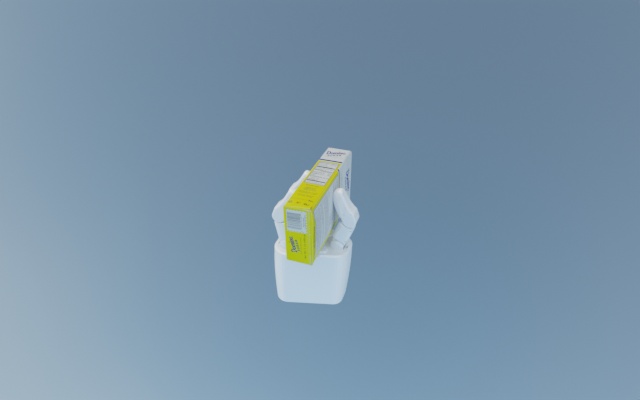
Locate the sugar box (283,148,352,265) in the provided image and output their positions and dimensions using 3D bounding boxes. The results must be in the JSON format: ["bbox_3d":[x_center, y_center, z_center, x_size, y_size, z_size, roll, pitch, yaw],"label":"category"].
[{"bbox_3d":[0.000,0.002,0.696,0.048,0.093,0.176,10,34,15],"label":"sugar box"}]
